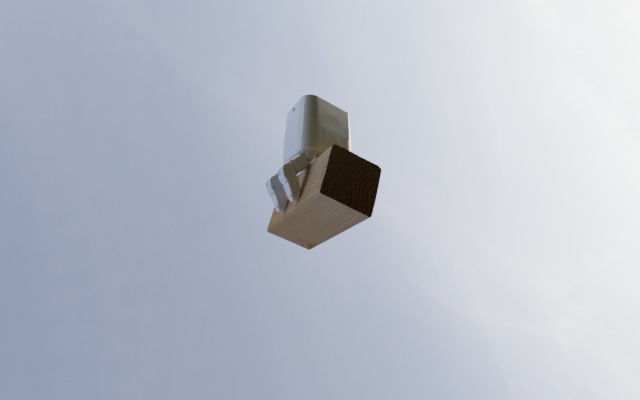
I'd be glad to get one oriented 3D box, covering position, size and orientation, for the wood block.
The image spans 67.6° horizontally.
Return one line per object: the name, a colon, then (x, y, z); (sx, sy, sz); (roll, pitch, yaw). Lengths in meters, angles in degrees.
wood block: (0.000, 0.002, 0.783); (0.091, 0.090, 0.206); (25, -28, -18)
